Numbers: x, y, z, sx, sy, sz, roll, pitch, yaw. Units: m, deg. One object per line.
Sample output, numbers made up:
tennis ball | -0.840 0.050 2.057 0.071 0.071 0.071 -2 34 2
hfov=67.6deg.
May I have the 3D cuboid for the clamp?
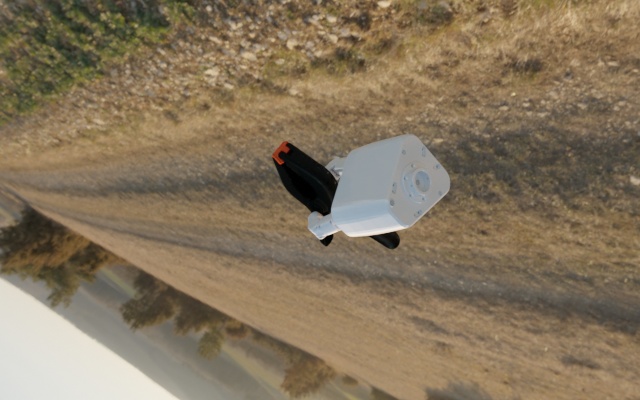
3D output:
clamp | -0.001 0.002 0.699 0.210 0.036 0.164 46 -30 -19
